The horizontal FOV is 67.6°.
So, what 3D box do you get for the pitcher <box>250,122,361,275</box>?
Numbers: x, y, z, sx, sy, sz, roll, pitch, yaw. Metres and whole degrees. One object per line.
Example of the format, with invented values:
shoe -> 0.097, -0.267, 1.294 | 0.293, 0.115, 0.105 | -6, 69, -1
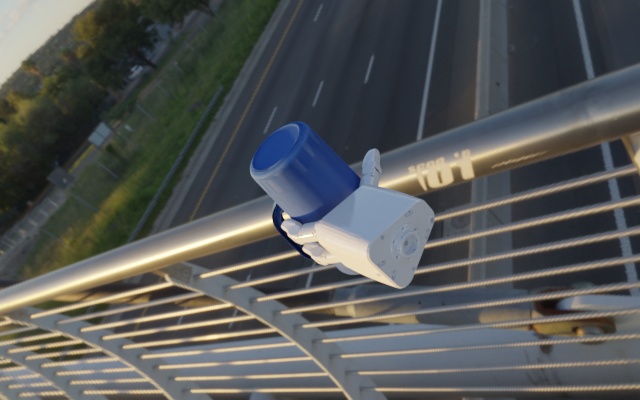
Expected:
pitcher -> 0.000, 0.002, 0.735 | 0.243, 0.149, 0.145 | 45, -14, -32
